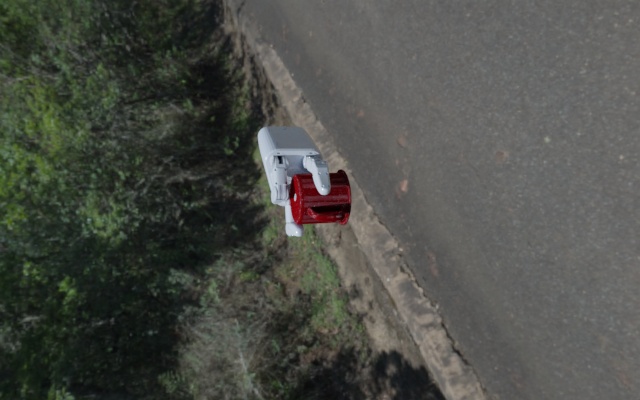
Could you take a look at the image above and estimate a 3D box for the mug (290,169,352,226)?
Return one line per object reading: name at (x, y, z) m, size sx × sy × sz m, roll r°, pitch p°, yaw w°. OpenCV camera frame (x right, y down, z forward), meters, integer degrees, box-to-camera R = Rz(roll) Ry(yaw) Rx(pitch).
mug at (0.000, 0.003, 0.764) m, size 0.081 × 0.093 × 0.117 m, roll -2°, pitch 31°, yaw -16°
